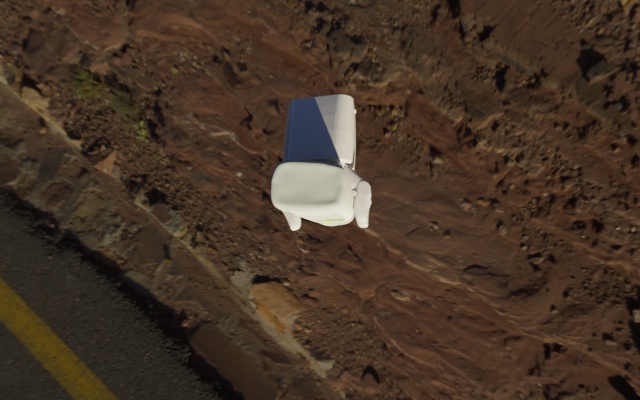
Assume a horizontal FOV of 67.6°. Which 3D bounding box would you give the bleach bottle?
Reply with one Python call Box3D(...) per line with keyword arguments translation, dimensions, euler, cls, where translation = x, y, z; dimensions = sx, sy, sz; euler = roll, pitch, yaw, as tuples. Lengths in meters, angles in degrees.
Box3D(translation=(0.000, 0.002, 0.726), dimensions=(0.102, 0.068, 0.251), euler=(3, -10, 7), cls="bleach bottle")
